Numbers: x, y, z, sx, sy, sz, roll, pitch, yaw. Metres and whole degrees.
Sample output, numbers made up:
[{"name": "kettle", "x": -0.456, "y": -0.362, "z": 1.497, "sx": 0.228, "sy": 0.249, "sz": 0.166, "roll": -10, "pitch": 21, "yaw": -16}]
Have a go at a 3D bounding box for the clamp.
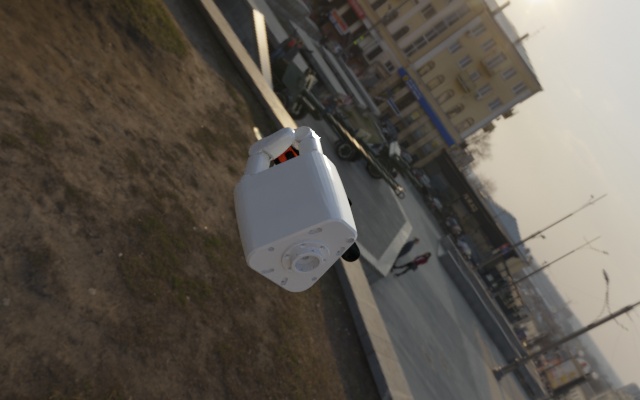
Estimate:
[{"name": "clamp", "x": 0.000, "y": 0.002, "z": 0.611, "sx": 0.039, "sy": 0.120, "sz": 0.171, "roll": -35, "pitch": -48, "yaw": 15}]
